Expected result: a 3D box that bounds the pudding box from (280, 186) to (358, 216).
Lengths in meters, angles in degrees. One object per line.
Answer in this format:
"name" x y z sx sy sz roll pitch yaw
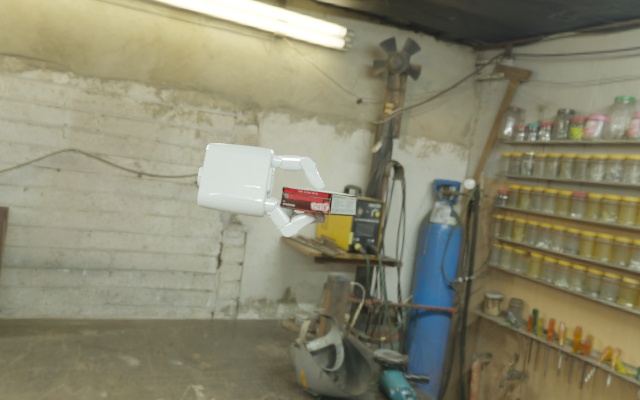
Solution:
"pudding box" 0.000 0.002 0.781 0.090 0.039 0.113 9 3 26
